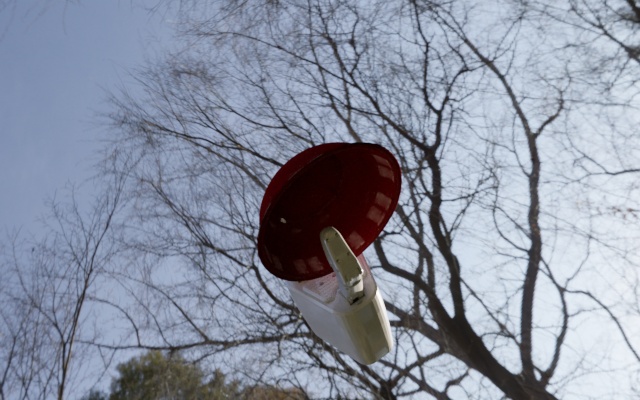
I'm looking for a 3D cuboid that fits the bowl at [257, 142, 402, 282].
[{"bbox_3d":[0.000,0.000,0.468,0.162,0.162,0.055,0,35,-40],"label":"bowl"}]
